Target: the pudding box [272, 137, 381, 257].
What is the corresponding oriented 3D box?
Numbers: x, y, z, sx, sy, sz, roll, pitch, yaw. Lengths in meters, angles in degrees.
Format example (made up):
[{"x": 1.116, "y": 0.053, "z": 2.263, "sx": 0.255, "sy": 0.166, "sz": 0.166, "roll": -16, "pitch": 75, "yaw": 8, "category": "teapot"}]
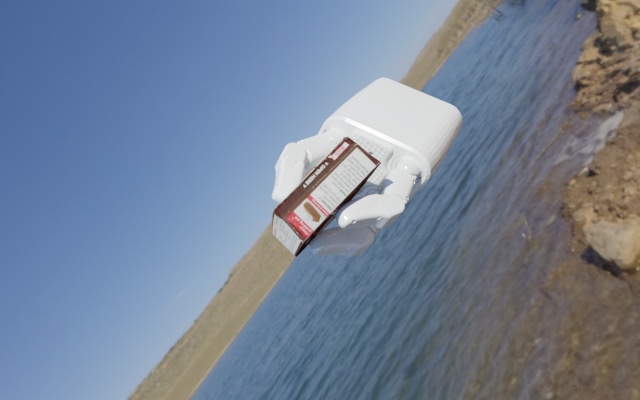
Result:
[{"x": 0.000, "y": 0.001, "z": 0.416, "sx": 0.039, "sy": 0.090, "sz": 0.113, "roll": 42, "pitch": -13, "yaw": 6, "category": "pudding box"}]
